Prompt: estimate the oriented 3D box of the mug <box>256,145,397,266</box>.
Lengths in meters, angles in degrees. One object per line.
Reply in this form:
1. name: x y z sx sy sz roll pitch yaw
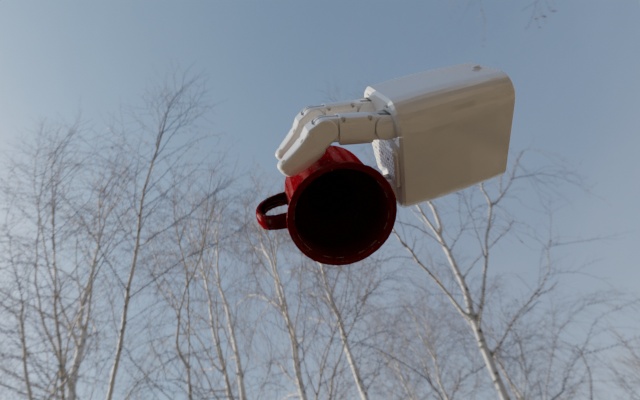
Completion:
1. mug: -0.001 0.002 0.428 0.117 0.093 0.081 -15 23 -5
